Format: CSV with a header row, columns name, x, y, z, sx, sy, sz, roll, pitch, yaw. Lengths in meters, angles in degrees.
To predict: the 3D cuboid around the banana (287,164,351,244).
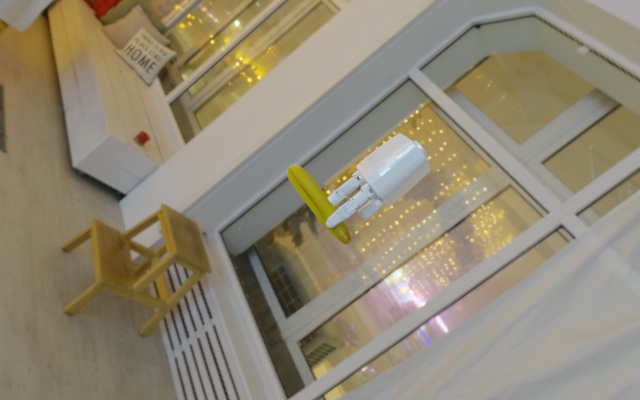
name,x,y,z,sx,sy,sz,roll,pitch,yaw
banana,-0.008,-0.004,0.880,0.037,0.197,0.070,-40,-24,7
